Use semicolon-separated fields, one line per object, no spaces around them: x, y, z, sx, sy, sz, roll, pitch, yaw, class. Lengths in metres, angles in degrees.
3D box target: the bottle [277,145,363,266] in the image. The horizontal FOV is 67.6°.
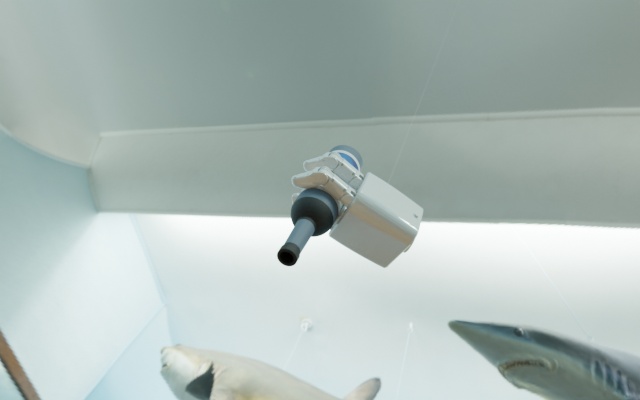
0.000;0.002;0.725;0.069;0.069;0.295;0;29;19;bottle
